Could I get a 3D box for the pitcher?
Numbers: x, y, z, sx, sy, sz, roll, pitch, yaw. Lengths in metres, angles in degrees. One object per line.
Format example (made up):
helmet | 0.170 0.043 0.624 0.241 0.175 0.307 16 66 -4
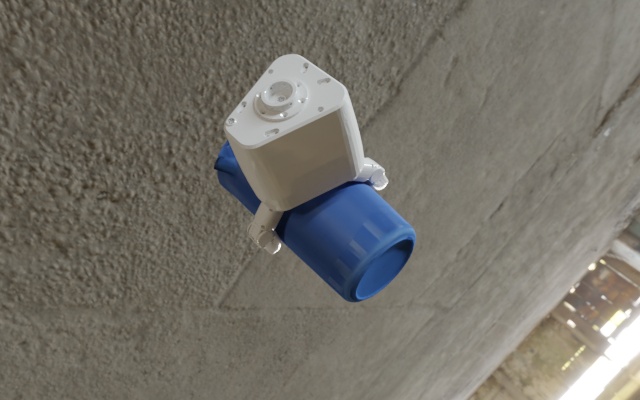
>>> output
pitcher | 0.000 0.002 0.580 0.242 0.149 0.145 43 -15 30
